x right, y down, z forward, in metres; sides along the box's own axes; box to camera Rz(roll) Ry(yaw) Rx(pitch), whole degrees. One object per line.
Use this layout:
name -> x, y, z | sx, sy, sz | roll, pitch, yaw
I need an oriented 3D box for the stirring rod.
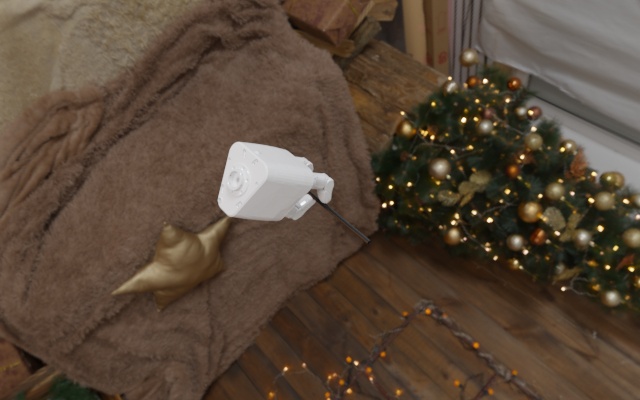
stirring rod -> 0.000, 0.003, 0.834 | 0.239, 0.011, 0.011 | 40, 24, 32
